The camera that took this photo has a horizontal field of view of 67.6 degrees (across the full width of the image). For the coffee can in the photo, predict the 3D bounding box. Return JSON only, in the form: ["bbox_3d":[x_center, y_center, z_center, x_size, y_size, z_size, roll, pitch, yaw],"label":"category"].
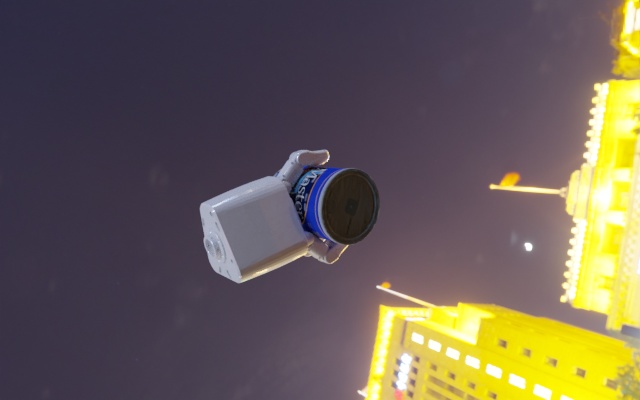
[{"bbox_3d":[0.000,0.002,0.686,0.103,0.103,0.140,0,5,-37],"label":"coffee can"}]
